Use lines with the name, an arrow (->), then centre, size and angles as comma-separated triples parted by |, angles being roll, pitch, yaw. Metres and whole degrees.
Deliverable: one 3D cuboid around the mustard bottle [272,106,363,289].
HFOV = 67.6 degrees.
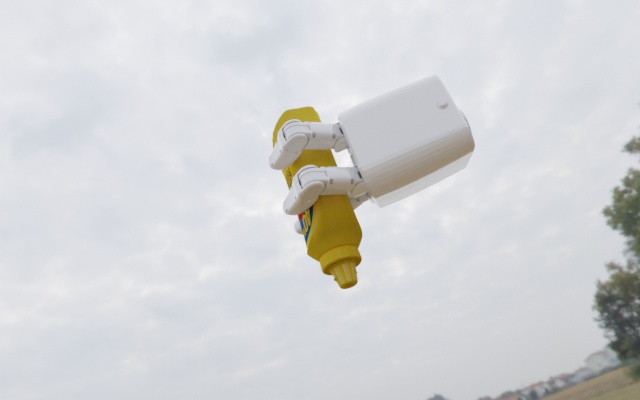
mustard bottle -> 0.000, 0.002, 0.497 | 0.058, 0.191, 0.096 | -11, -30, -15
